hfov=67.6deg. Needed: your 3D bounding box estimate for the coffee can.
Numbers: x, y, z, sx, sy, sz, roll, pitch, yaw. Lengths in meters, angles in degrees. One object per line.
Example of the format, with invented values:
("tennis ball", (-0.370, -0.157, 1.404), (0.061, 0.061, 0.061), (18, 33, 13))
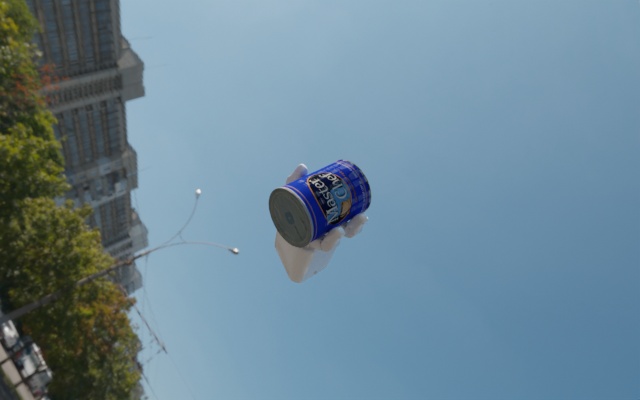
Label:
("coffee can", (0.000, 0.002, 0.792), (0.140, 0.103, 0.103), (-27, 17, -35))
